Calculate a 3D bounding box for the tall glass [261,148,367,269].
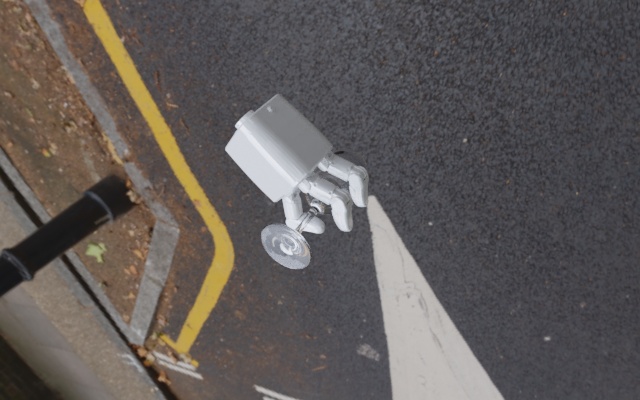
[{"bbox_3d":[0.000,0.003,0.673,0.079,0.079,0.201,0,35,33],"label":"tall glass"}]
